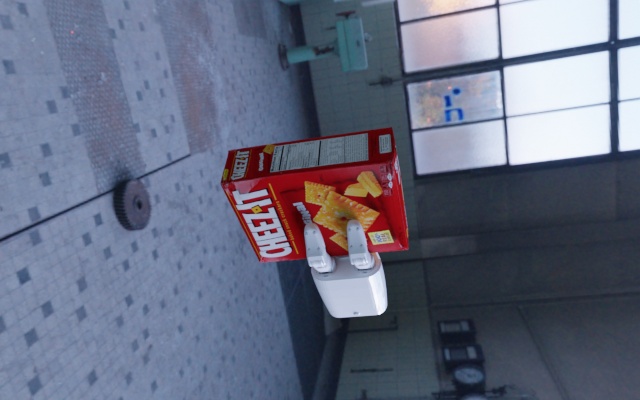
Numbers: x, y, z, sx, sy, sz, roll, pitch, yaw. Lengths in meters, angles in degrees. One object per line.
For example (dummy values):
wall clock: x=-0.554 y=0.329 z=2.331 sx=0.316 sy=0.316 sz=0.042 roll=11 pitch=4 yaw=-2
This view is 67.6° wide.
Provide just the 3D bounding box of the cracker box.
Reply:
cracker box: x=0.000 y=0.002 z=0.625 sx=0.214 sy=0.072 sz=0.164 roll=-7 pitch=-46 yaw=11
